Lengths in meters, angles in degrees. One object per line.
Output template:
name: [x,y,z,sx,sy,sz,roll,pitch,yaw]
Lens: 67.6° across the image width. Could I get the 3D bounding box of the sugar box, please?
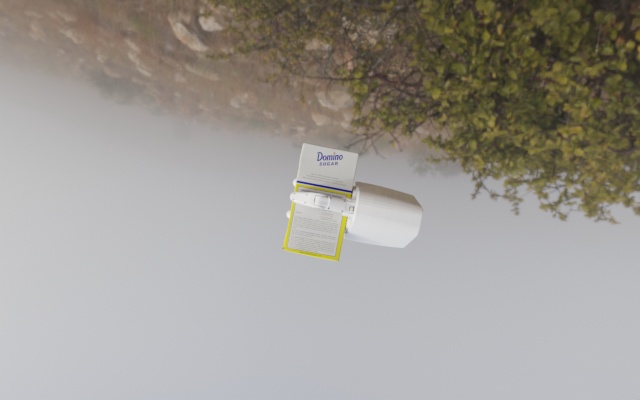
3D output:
sugar box: [0.000,0.003,0.773,0.093,0.176,0.048,12,-3,-3]
